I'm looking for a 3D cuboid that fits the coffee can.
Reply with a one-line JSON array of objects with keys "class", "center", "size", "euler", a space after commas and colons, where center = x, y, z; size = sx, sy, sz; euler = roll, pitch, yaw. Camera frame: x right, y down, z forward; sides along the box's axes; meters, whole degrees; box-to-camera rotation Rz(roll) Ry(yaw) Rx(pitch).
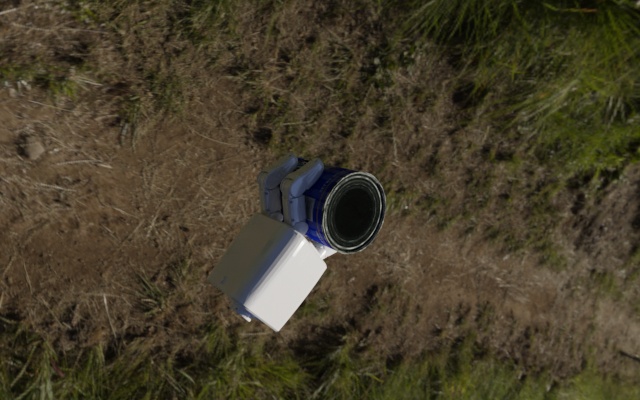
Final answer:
[{"class": "coffee can", "center": [0.000, 0.002, 0.627], "size": [0.103, 0.103, 0.140], "euler": [0, 11, -38]}]
